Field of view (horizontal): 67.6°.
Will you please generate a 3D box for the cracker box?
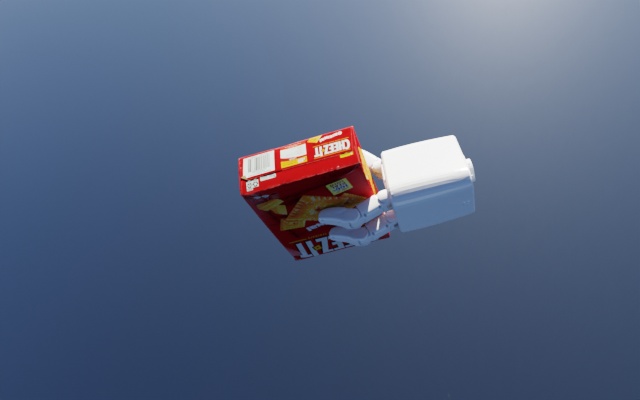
[{"bbox_3d":[0.000,0.002,0.695,0.164,0.072,0.214,-15,-34,11],"label":"cracker box"}]
